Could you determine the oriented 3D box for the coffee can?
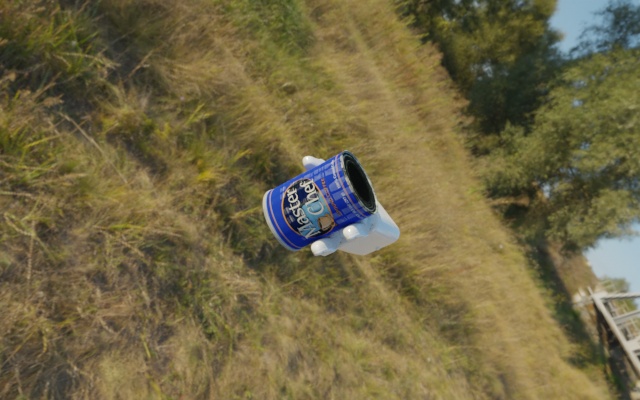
[{"bbox_3d":[0.000,0.002,0.711,0.140,0.103,0.103,-27,-10,21],"label":"coffee can"}]
